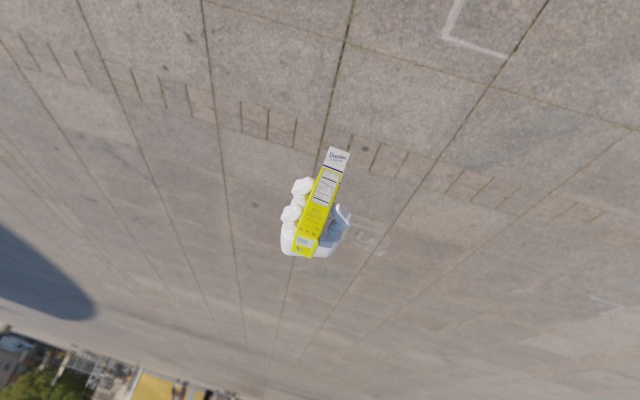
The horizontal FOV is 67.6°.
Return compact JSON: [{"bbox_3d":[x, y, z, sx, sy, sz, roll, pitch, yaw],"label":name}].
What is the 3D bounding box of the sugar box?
[{"bbox_3d":[0.000,0.003,0.826,0.048,0.176,0.093,19,-25,-1],"label":"sugar box"}]
